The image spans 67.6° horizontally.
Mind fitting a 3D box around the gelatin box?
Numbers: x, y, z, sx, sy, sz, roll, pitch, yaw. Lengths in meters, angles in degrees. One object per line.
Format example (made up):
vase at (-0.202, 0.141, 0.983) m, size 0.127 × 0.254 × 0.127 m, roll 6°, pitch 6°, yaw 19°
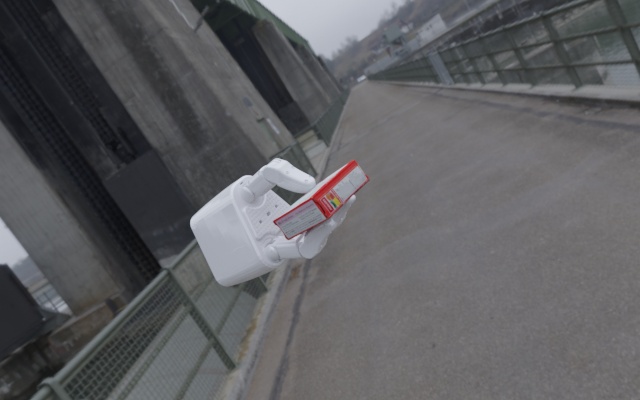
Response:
gelatin box at (0.000, 0.001, 0.502) m, size 0.073 × 0.030 × 0.089 m, roll -42°, pitch 6°, yaw -36°
